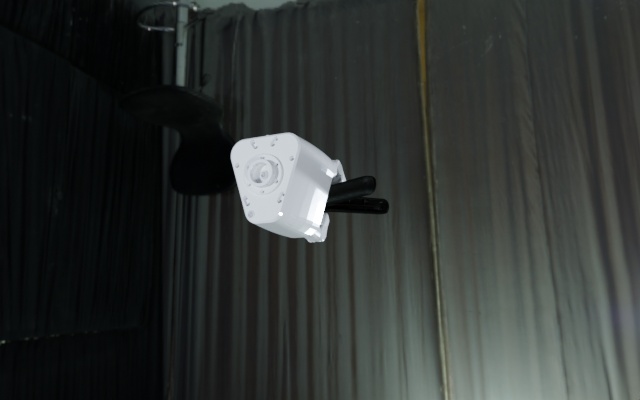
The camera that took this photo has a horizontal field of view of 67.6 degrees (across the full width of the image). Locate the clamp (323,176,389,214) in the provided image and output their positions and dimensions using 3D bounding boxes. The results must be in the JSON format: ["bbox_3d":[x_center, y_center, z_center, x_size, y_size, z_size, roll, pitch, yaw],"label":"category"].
[{"bbox_3d":[0.000,0.003,0.717,0.210,0.036,0.164,-5,-14,20],"label":"clamp"}]
